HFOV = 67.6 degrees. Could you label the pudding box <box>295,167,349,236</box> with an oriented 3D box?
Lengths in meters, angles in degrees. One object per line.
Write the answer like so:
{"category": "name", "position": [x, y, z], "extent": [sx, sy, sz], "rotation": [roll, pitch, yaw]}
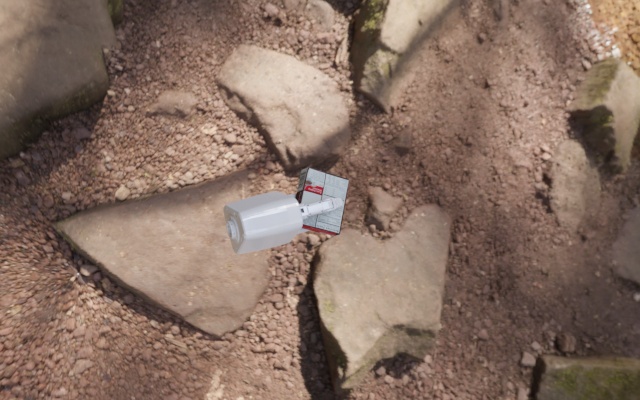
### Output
{"category": "pudding box", "position": [0.000, 0.003, 0.894], "extent": [0.090, 0.113, 0.039], "rotation": [16, -13, -20]}
